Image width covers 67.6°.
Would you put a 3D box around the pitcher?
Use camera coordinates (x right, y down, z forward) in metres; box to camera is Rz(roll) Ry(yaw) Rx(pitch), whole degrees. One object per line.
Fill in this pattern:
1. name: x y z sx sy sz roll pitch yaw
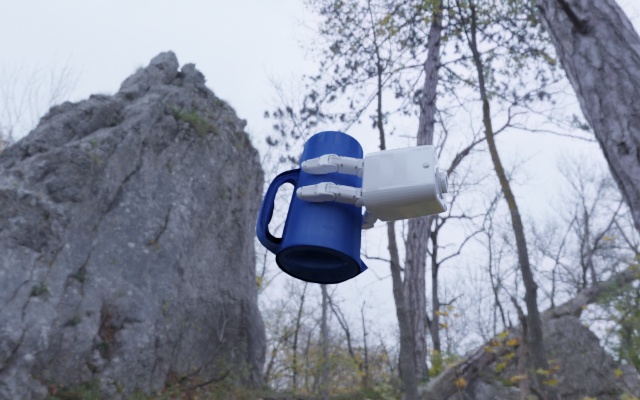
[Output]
1. pitcher: 0.000 0.003 0.787 0.145 0.242 0.149 -8 -36 23
